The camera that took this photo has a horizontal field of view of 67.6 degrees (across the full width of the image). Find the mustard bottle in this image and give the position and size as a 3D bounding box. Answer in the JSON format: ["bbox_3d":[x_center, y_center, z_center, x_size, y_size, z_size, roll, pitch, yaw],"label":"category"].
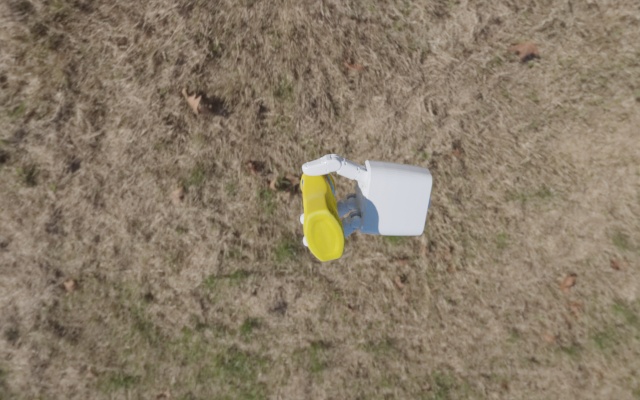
[{"bbox_3d":[0.000,0.003,0.768,0.058,0.096,0.191,-15,33,5],"label":"mustard bottle"}]
